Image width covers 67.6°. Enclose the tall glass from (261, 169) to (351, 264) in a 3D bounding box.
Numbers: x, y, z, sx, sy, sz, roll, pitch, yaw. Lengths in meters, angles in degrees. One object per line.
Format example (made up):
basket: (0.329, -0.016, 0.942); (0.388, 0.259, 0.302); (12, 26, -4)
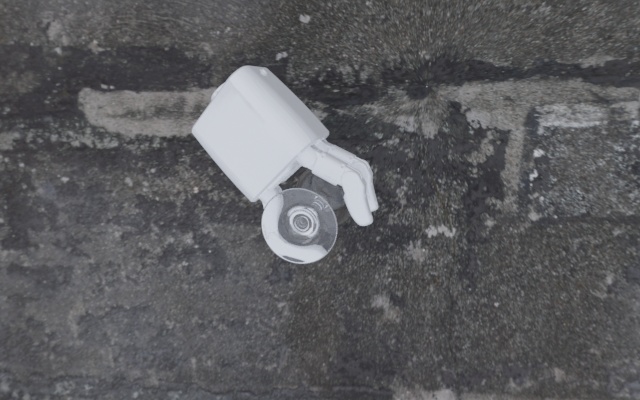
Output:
tall glass: (0.000, 0.002, 0.541); (0.079, 0.079, 0.201); (0, 13, 13)
